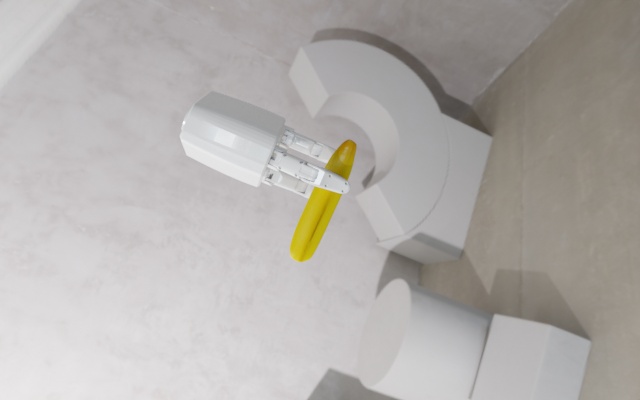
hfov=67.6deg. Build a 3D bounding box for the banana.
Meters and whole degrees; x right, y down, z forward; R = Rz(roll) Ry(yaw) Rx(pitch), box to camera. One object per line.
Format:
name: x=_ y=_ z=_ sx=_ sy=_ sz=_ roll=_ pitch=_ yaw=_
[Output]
banana: x=-0.003 y=0.014 z=0.618 sx=0.037 sy=0.198 sz=0.069 roll=22 pitch=31 yaw=-4
